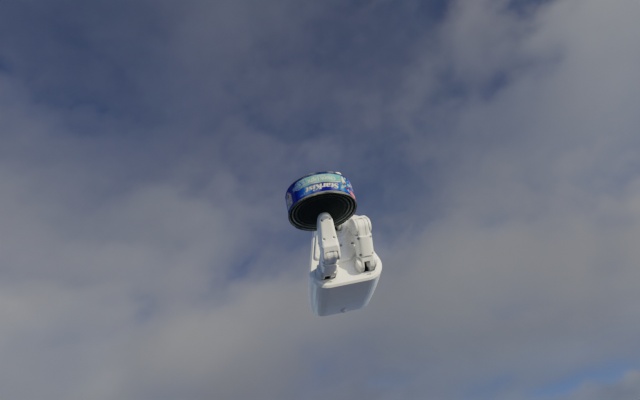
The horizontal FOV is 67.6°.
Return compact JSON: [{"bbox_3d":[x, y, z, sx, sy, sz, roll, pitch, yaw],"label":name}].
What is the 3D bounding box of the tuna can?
[{"bbox_3d":[0.000,0.001,0.592,0.086,0.033,0.086,-9,-33,-6],"label":"tuna can"}]
